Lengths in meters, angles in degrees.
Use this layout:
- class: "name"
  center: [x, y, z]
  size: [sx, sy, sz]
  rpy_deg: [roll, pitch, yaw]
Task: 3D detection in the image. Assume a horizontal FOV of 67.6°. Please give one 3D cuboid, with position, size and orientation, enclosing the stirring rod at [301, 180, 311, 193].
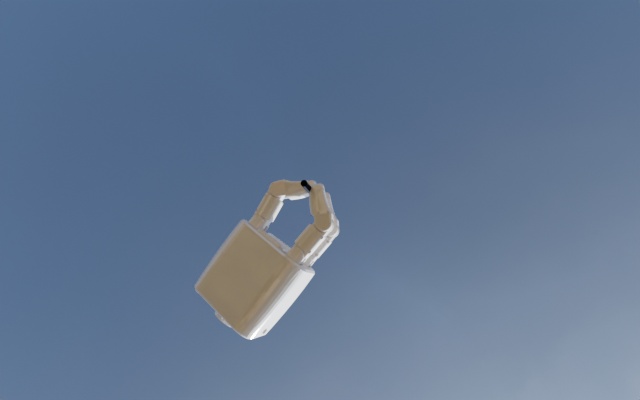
- class: "stirring rod"
  center: [0.000, 0.002, 0.663]
  size: [0.011, 0.011, 0.239]
  rpy_deg: [0, -10, 9]
